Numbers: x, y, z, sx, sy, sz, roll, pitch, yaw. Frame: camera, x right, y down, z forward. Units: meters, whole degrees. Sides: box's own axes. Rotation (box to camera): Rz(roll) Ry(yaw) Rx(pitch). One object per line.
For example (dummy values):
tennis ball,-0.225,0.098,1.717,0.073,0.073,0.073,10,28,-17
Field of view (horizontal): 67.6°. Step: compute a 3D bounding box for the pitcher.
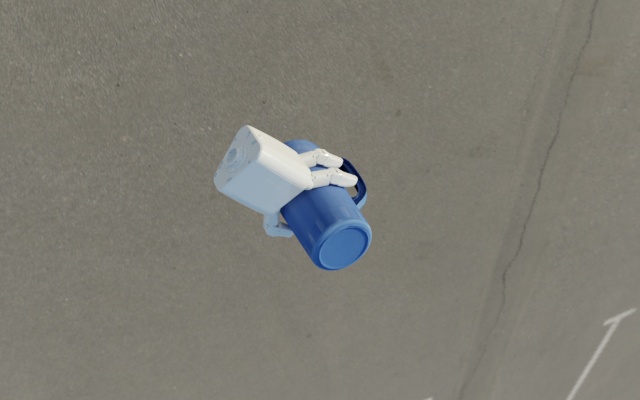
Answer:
pitcher,0.000,0.003,0.844,0.145,0.149,0.242,29,19,-41
